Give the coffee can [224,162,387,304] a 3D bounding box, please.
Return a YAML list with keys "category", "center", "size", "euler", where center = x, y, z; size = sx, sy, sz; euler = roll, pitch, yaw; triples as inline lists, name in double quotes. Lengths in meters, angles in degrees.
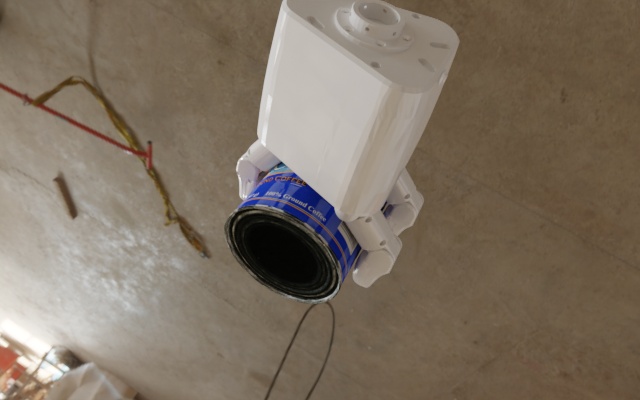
- category: "coffee can"
  center: [0.000, 0.001, 0.410]
  size: [0.103, 0.103, 0.140]
  euler: [0, 38, 34]
